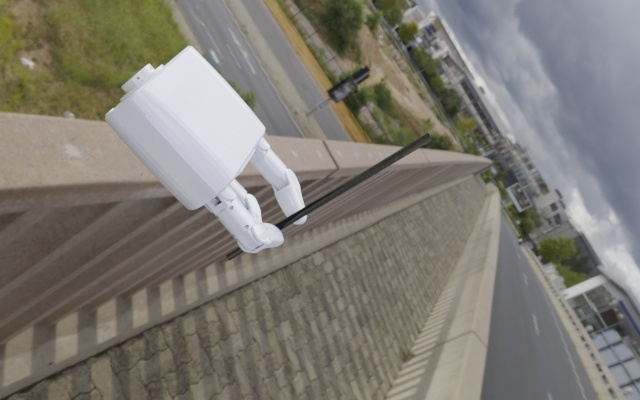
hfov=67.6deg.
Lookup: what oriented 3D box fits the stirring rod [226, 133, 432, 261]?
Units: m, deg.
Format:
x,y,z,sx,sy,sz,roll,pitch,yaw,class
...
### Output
x,y,z,sx,sy,sz,roll,pitch,yaw,class
0.000,0.002,0.464,0.239,0.011,0.011,-31,-11,20,stirring rod
